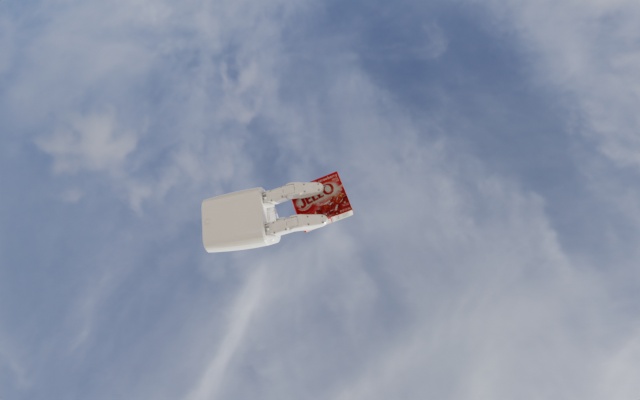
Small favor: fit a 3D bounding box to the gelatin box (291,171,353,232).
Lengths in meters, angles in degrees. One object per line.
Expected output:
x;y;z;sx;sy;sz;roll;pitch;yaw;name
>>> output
0.000;0.003;0.786;0.089;0.073;0.030;-21;-20;-1;gelatin box
